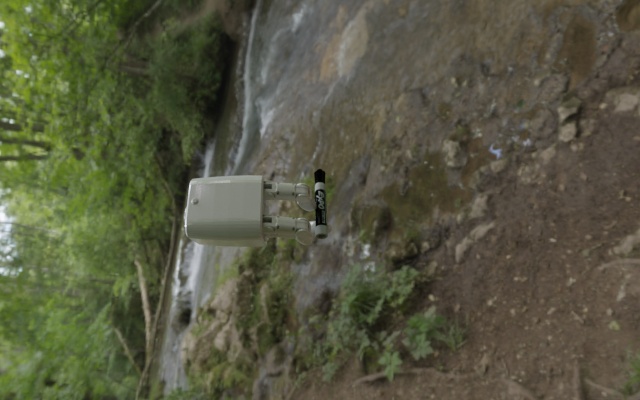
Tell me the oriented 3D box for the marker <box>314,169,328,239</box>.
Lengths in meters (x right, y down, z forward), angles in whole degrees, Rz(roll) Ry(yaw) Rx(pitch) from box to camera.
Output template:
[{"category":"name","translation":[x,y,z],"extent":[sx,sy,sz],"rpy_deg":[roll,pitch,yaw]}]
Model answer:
[{"category":"marker","translation":[0.000,0.002,0.748],"extent":[0.020,0.121,0.020],"rpy_deg":[-1,-30,-1]}]
